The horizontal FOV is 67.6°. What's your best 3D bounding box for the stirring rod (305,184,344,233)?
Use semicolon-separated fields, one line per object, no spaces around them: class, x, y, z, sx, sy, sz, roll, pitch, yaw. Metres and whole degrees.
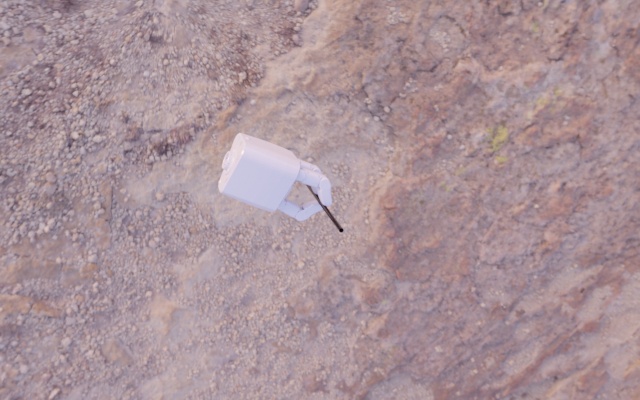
stirring rod;0.000;0.003;0.889;0.011;0.011;0.239;0;23;-18
